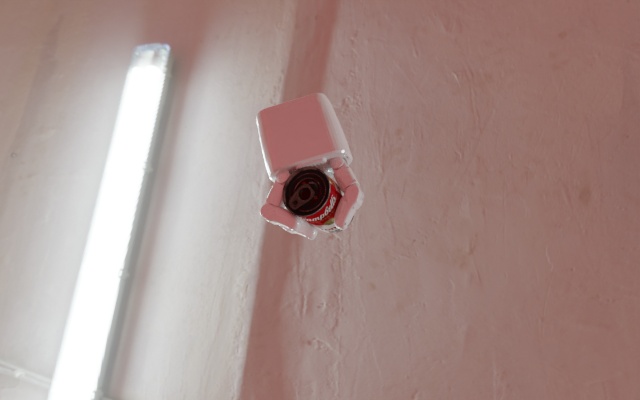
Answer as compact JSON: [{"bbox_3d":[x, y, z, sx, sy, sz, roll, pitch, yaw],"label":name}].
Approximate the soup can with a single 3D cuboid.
[{"bbox_3d":[0.000,0.003,0.658,0.068,0.068,0.102,0,-17,24],"label":"soup can"}]
